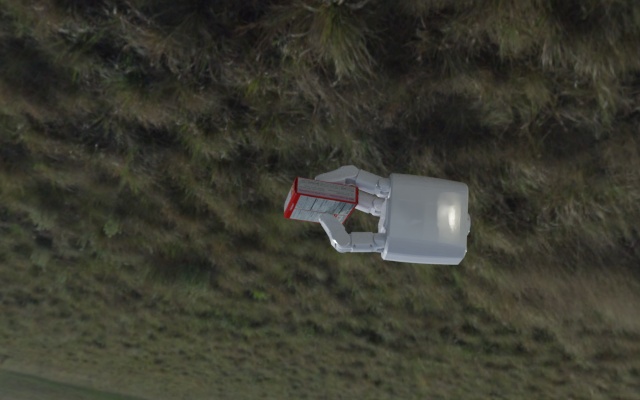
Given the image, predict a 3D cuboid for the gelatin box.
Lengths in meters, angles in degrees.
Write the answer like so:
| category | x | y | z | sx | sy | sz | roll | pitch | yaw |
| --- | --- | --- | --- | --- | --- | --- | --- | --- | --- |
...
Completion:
| category | x | y | z | sx | sy | sz | roll | pitch | yaw |
| --- | --- | --- | --- | --- | --- | --- | --- | --- | --- |
| gelatin box | 0.000 | 0.003 | 0.659 | 0.089 | 0.030 | 0.073 | 8 | -29 | -13 |
